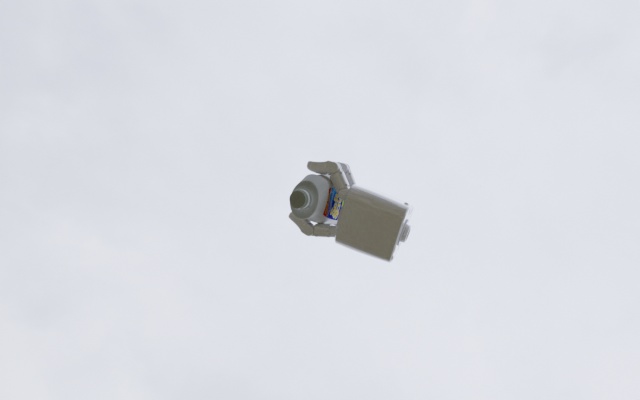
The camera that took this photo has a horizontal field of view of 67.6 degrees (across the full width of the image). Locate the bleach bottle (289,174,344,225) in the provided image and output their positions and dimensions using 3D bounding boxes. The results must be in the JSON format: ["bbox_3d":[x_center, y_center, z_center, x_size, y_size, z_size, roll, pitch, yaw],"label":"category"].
[{"bbox_3d":[0.000,0.003,0.865,0.068,0.102,0.251,22,8,16],"label":"bleach bottle"}]
